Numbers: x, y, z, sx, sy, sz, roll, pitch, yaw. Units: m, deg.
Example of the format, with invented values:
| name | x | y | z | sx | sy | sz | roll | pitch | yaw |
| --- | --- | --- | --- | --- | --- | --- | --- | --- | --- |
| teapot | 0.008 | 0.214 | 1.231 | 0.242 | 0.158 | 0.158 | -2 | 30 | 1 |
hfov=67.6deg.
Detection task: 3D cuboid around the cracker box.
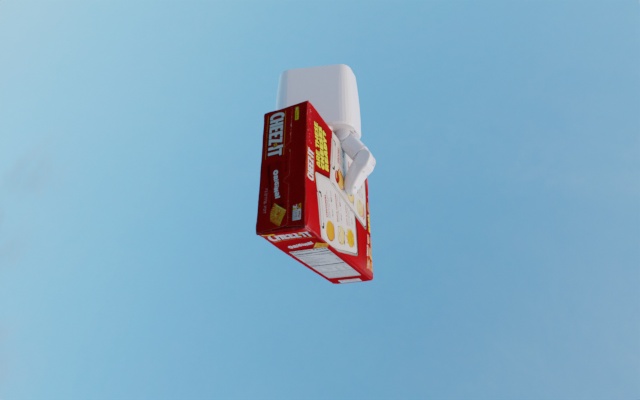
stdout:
| name | x | y | z | sx | sy | sz | roll | pitch | yaw |
| --- | --- | --- | --- | --- | --- | --- | --- | --- | --- |
| cracker box | 0.000 | 0.002 | 0.621 | 0.072 | 0.164 | 0.214 | -11 | -28 | 22 |
